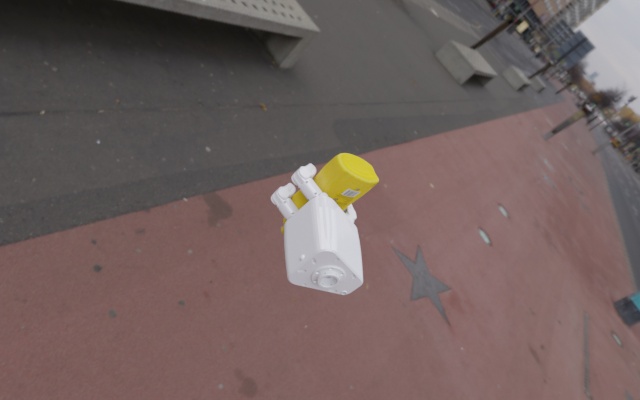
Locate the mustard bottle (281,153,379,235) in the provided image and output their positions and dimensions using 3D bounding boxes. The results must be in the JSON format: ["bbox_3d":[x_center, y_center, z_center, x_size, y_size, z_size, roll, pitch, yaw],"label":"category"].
[{"bbox_3d":[0.000,0.002,0.795,0.096,0.058,0.192,10,-43,-48],"label":"mustard bottle"}]
